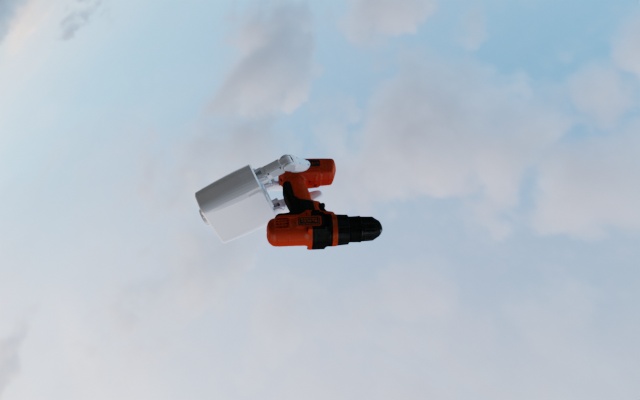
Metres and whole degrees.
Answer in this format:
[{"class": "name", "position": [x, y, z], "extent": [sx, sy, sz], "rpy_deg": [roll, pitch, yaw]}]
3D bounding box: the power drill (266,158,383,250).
[{"class": "power drill", "position": [0.000, 0.002, 0.807], "extent": [0.184, 0.057, 0.187], "rpy_deg": [-1, 40, -7]}]
